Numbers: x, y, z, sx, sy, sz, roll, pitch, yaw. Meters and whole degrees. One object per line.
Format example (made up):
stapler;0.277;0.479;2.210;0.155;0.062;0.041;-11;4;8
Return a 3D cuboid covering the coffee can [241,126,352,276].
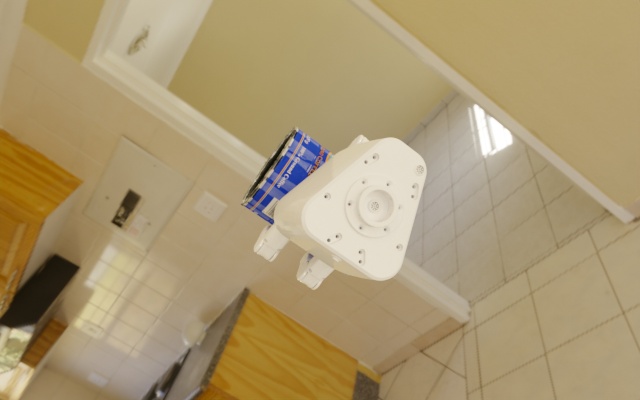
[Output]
coffee can;0.000;0.002;0.521;0.140;0.103;0.103;35;-8;-12
